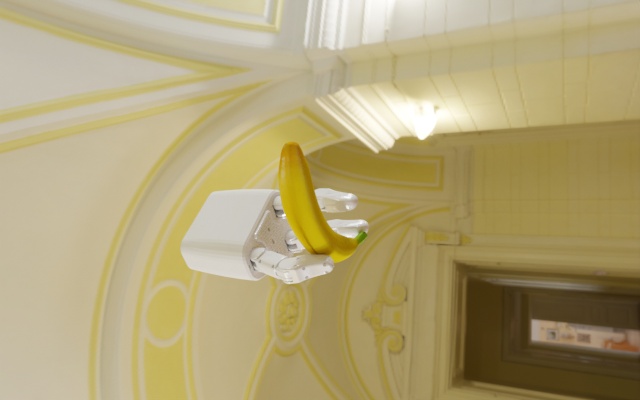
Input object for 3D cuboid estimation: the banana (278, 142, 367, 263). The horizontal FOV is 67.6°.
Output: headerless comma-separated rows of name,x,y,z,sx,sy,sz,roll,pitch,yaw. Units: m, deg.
banana,-0.004,0.019,0.526,0.037,0.069,0.198,4,-30,31
